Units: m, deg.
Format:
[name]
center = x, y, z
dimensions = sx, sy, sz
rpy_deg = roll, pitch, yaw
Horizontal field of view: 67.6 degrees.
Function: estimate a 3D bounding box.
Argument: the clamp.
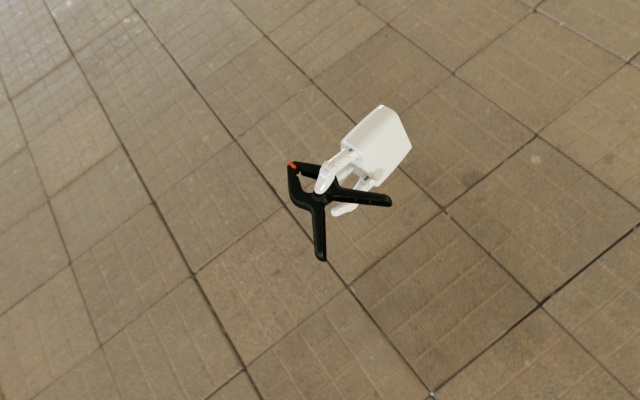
[clamp]
center = 0.000, 0.002, 0.860
dimensions = 0.210, 0.164, 0.036
rpy_deg = 37, -16, 30
